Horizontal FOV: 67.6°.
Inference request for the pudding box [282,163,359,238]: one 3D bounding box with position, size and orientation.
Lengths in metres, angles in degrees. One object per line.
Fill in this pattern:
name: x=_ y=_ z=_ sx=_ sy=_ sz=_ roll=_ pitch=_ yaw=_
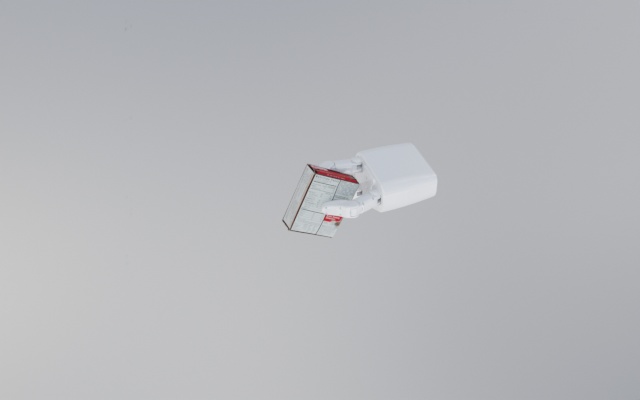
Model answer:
pudding box: x=0.000 y=0.003 z=0.787 sx=0.090 sy=0.113 sz=0.039 roll=13 pitch=22 yaw=-31
